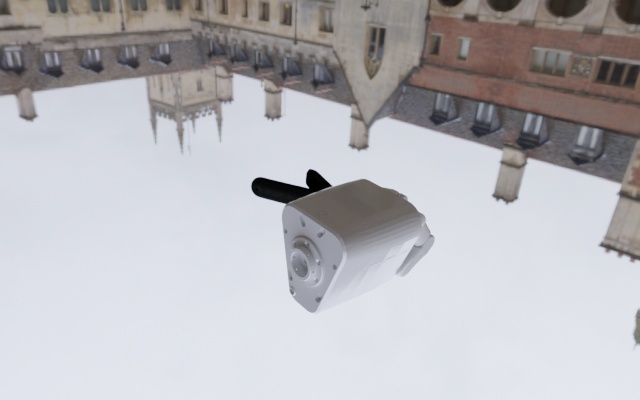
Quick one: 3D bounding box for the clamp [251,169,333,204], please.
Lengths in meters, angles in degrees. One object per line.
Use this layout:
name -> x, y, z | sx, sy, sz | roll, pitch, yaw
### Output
clamp -> 0.000, 0.003, 0.585 | 0.120, 0.039, 0.171 | -14, 31, -40
